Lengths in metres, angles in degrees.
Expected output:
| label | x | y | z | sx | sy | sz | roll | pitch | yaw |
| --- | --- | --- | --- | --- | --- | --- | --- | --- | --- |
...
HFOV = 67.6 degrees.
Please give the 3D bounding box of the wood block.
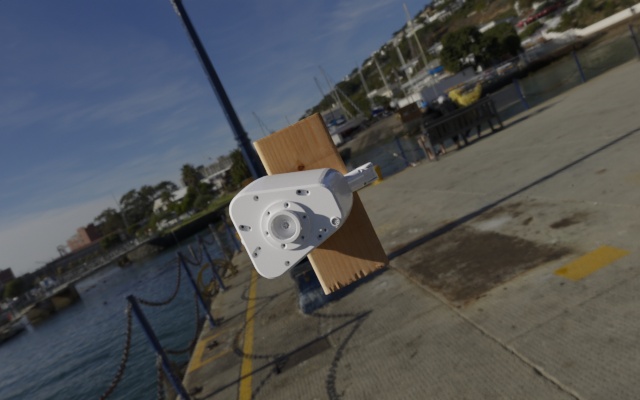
| label | x | y | z | sx | sy | sz | roll | pitch | yaw |
| --- | --- | --- | --- | --- | --- | --- | --- | --- | --- |
| wood block | 0.000 | 0.002 | 0.620 | 0.091 | 0.206 | 0.090 | -25 | 6 | -2 |
